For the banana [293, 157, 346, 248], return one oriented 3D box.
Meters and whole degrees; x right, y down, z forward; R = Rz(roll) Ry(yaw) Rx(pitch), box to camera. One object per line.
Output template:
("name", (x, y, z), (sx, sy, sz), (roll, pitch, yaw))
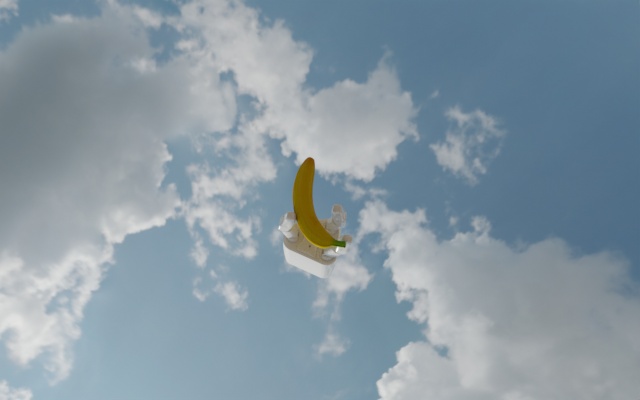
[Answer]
("banana", (-0.017, 0.011, 0.879), (0.069, 0.197, 0.037), (-17, -25, -8))
